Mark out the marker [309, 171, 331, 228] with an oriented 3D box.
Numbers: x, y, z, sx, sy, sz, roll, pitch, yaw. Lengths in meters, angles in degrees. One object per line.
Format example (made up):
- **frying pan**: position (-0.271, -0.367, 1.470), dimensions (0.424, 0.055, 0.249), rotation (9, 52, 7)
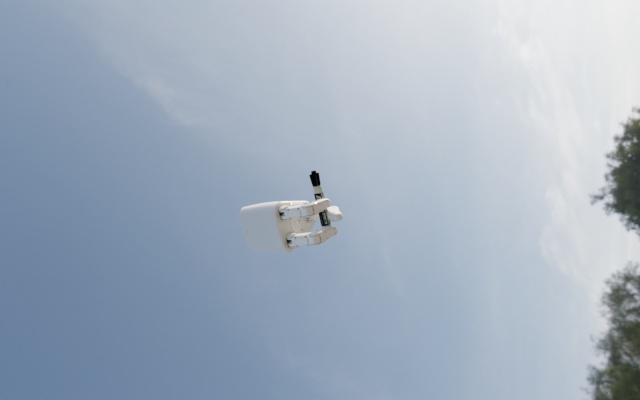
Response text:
- **marker**: position (0.000, 0.003, 0.900), dimensions (0.020, 0.121, 0.020), rotation (-13, 11, 3)
